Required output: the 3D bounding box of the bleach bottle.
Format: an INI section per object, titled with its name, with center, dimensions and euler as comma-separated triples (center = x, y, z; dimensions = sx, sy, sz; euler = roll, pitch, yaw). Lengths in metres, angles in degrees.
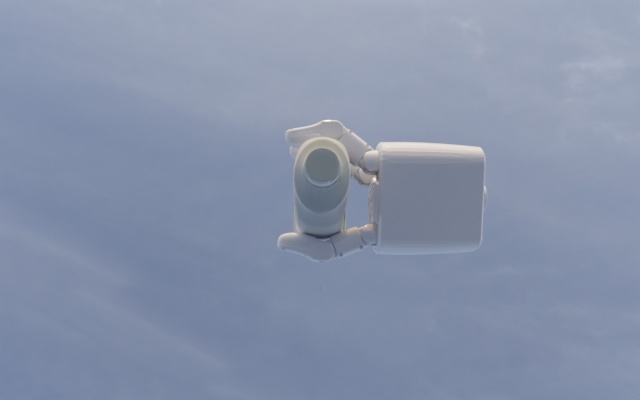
[bleach bottle]
center = 0.000, 0.002, 0.509
dimensions = 0.068, 0.102, 0.251
euler = 2, -10, 0
